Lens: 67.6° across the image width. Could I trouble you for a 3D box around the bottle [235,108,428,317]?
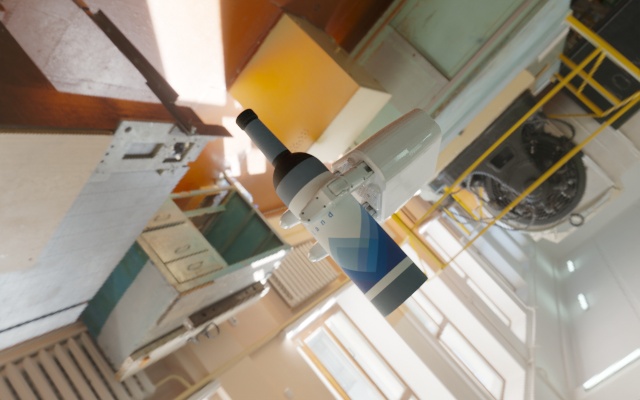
[{"bbox_3d":[0.000,0.002,0.564,0.069,0.295,0.069,-40,-12,-11],"label":"bottle"}]
